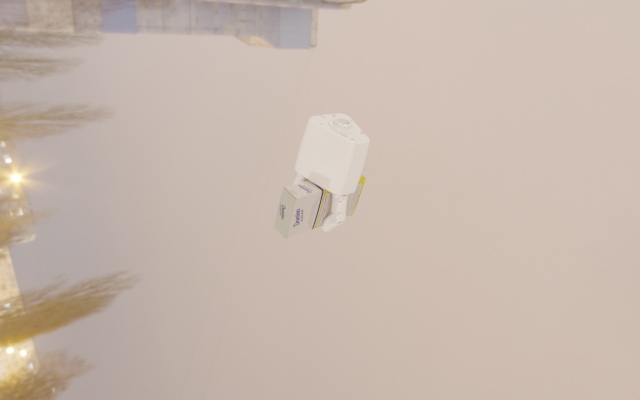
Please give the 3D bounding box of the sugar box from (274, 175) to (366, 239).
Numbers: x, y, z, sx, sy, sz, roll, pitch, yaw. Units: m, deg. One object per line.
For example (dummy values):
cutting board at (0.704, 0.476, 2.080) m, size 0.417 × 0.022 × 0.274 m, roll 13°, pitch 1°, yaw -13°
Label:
sugar box at (0.000, 0.002, 0.893) m, size 0.176 × 0.093 × 0.048 m, roll -15°, pitch 44°, yaw -39°
